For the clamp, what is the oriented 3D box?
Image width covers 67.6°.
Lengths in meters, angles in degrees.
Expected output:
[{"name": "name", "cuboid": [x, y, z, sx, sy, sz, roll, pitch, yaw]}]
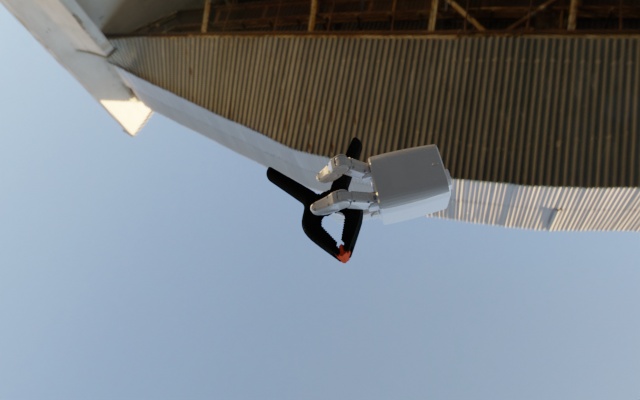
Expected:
[{"name": "clamp", "cuboid": [0.001, 0.003, 0.741, 0.164, 0.209, 0.036, -14, -33, 8]}]
